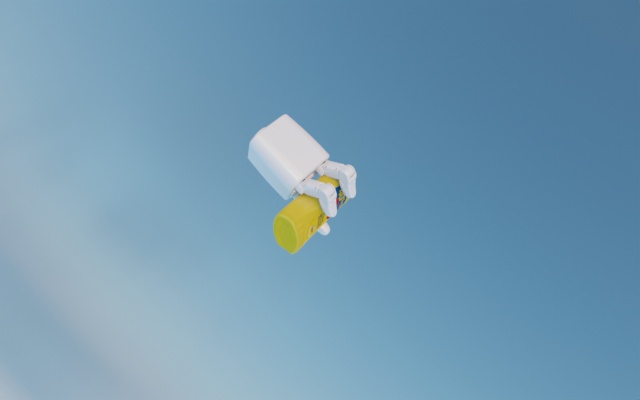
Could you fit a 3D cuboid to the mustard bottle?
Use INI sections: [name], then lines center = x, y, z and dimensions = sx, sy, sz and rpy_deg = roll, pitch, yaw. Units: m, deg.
[mustard bottle]
center = 0.000, 0.003, 0.830
dimensions = 0.058, 0.096, 0.191
rpy_deg = 32, 55, 21
